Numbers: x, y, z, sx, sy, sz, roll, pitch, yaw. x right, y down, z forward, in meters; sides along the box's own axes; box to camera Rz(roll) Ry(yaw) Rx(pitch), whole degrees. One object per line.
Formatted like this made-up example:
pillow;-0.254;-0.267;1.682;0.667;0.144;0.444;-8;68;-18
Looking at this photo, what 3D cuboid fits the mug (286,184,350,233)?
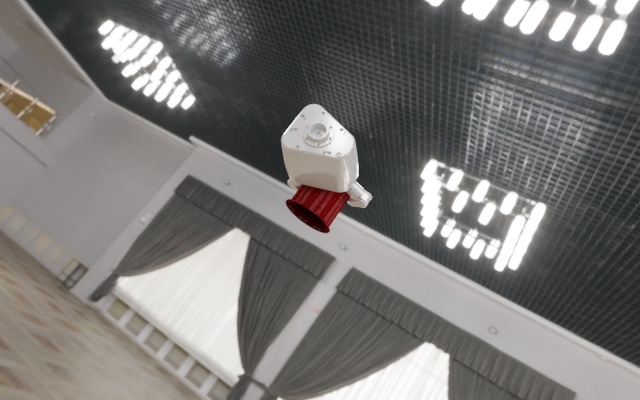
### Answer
mug;0.000;0.003;0.851;0.093;0.081;0.117;31;-19;16
